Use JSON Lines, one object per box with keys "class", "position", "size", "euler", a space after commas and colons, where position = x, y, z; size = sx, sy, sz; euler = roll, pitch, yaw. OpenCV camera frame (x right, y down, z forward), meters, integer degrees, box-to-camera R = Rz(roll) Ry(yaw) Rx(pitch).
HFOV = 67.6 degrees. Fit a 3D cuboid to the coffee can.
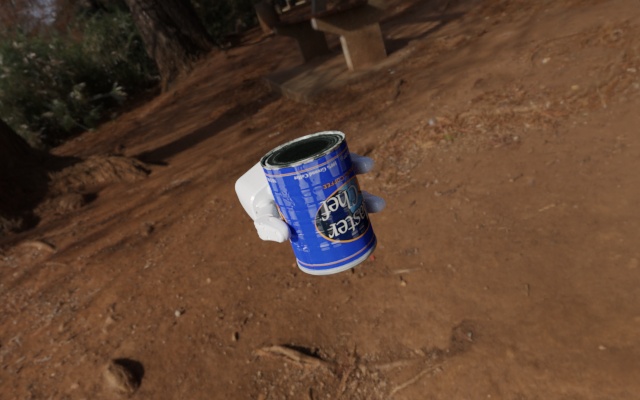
{"class": "coffee can", "position": [0.000, 0.002, 0.567], "size": [0.103, 0.140, 0.102], "euler": [-16, 22, 7]}
